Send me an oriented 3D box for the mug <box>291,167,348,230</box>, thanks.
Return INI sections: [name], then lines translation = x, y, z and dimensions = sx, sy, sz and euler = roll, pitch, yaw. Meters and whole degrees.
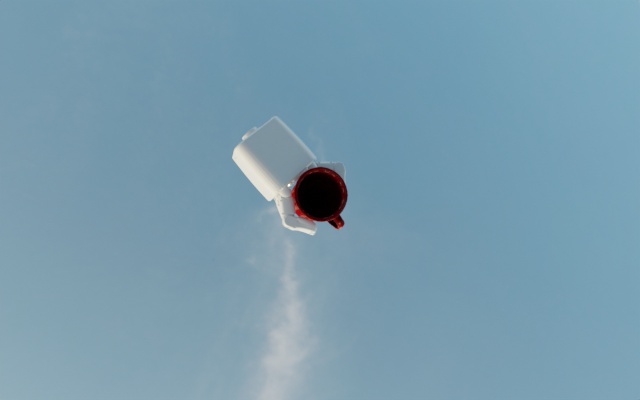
[mug]
translation = 0.001, 0.004, 0.840
dimensions = 0.093, 0.117, 0.081
euler = -42, 4, -14
